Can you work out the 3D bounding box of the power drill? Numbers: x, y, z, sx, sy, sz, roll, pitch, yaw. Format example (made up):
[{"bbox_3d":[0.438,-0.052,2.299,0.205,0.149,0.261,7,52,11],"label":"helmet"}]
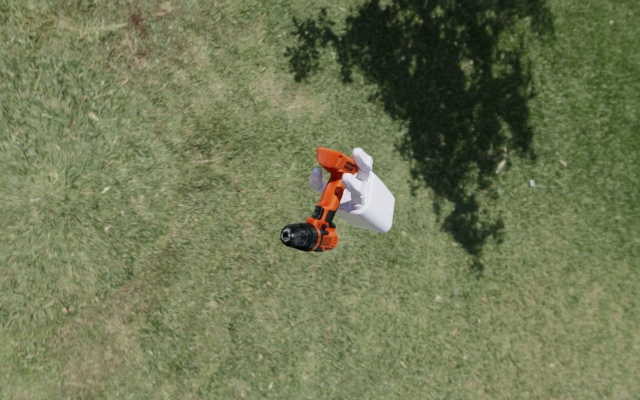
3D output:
[{"bbox_3d":[0.000,0.002,0.868,0.057,0.187,0.184,20,2,23],"label":"power drill"}]
